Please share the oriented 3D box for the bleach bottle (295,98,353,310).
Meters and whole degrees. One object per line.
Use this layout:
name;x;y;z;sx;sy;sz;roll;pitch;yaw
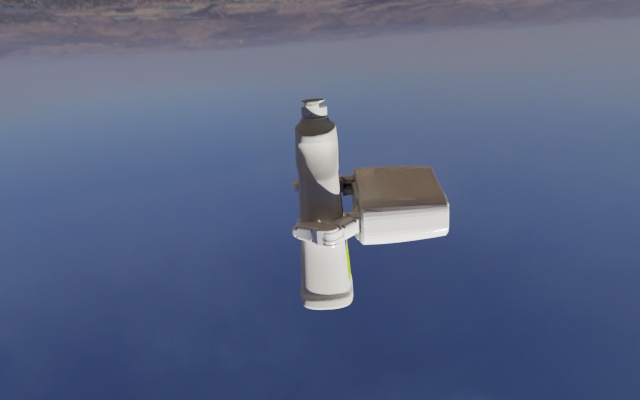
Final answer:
bleach bottle;0.000;0.002;0.599;0.068;0.251;0.102;-4;18;1
